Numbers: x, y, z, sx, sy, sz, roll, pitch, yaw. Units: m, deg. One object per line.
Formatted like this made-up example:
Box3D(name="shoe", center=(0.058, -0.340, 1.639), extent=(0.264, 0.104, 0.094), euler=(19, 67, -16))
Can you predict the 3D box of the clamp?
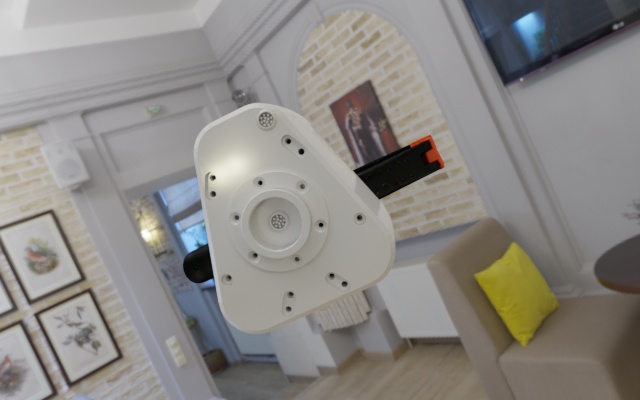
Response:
Box3D(name="clamp", center=(0.000, 0.000, 0.411), extent=(0.210, 0.036, 0.164), euler=(-25, 5, 6))
